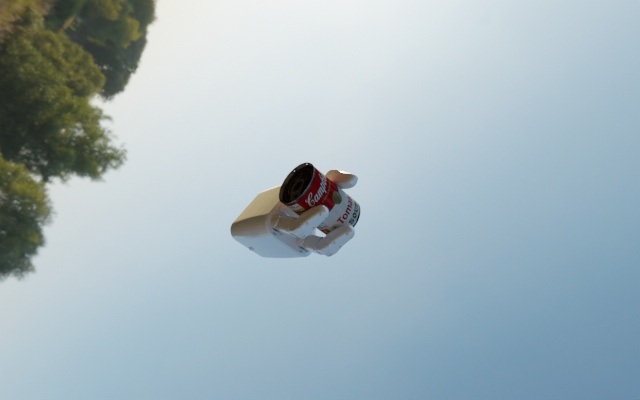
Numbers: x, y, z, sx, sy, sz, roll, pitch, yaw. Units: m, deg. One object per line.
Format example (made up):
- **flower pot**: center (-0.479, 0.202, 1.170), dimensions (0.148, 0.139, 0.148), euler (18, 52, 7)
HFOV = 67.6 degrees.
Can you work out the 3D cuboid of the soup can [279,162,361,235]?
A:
- **soup can**: center (0.001, 0.002, 0.679), dimensions (0.102, 0.068, 0.068), euler (38, -22, -31)
